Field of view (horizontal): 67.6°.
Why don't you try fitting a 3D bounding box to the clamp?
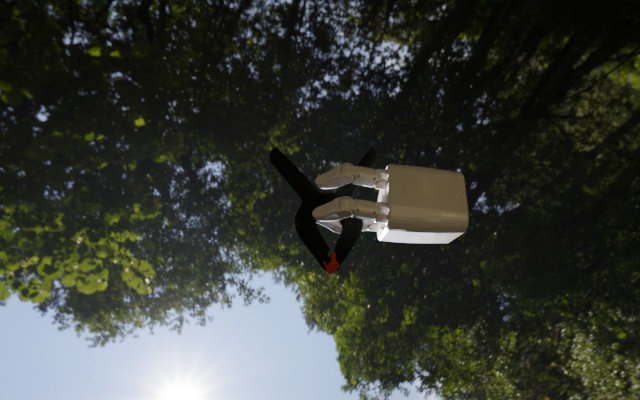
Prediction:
[{"bbox_3d":[0.000,0.003,0.684,0.164,0.209,0.036,5,-34,-1],"label":"clamp"}]
